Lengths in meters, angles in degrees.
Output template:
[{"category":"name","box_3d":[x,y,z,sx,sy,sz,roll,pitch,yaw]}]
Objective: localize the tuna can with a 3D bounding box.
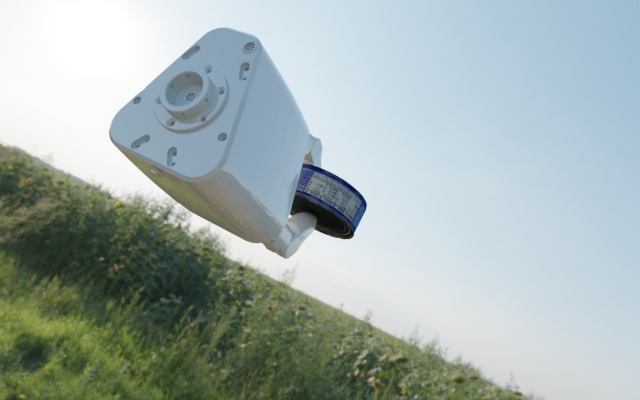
[{"category":"tuna can","box_3d":[0.000,0.001,0.454,0.086,0.033,0.086,26,-18,9]}]
